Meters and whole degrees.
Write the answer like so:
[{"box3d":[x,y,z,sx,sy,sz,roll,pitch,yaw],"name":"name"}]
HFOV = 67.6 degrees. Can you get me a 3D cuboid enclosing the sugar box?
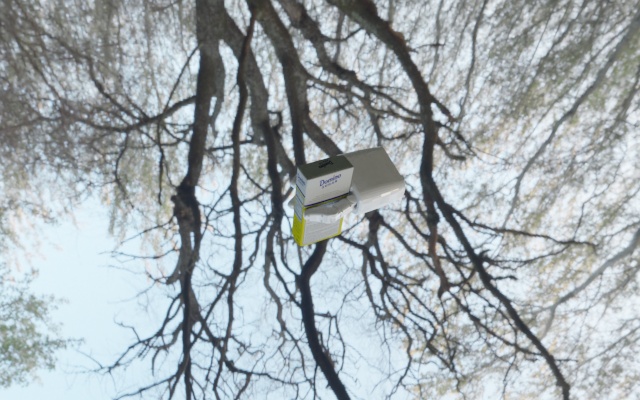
[{"box3d":[0.000,0.003,0.869,0.093,0.176,0.048,-16,48,-24],"name":"sugar box"}]
